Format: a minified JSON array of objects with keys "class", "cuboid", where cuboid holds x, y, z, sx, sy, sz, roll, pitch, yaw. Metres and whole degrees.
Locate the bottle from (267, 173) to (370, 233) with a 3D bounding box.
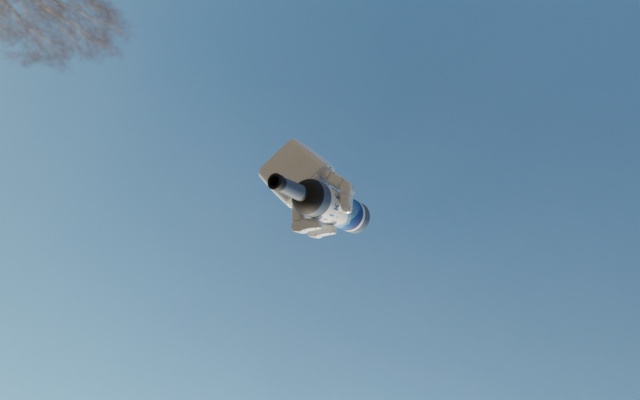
[{"class":"bottle","cuboid":[0.000,0.003,0.880,0.069,0.069,0.296,0,-13,31]}]
